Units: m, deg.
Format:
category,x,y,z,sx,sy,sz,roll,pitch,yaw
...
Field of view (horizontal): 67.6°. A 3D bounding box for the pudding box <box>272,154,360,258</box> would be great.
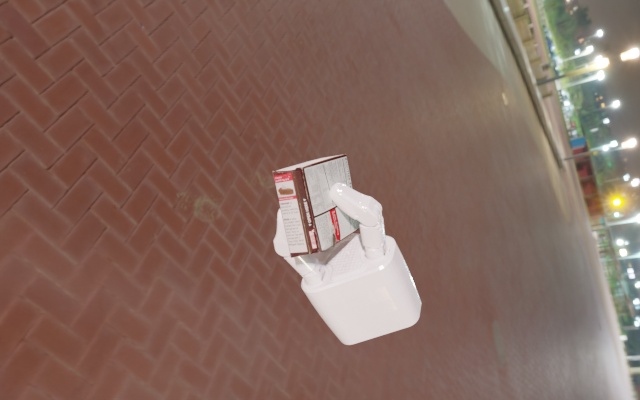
category,x,y,z,sx,sy,sz,roll,pitch,yaw
pudding box,0.000,0.002,0.510,0.039,0.090,0.113,-9,7,26
